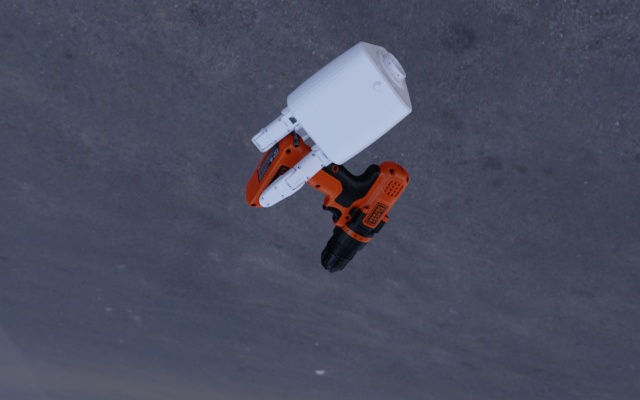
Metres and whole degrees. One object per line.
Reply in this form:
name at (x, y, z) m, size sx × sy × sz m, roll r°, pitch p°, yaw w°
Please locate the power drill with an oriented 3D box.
power drill at (0.000, 0.002, 0.631) m, size 0.188 × 0.184 × 0.057 m, roll 23°, pitch 22°, yaw -26°
